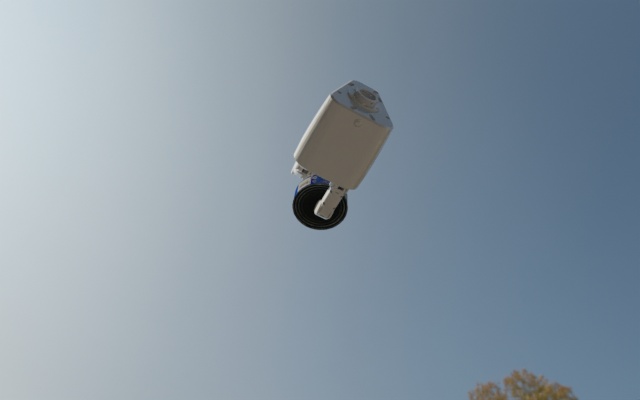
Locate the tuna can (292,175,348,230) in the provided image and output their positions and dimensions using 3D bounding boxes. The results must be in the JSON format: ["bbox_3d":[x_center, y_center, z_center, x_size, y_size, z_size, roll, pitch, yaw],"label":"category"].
[{"bbox_3d":[0.000,0.002,0.748,0.086,0.086,0.033,0,33,4],"label":"tuna can"}]
